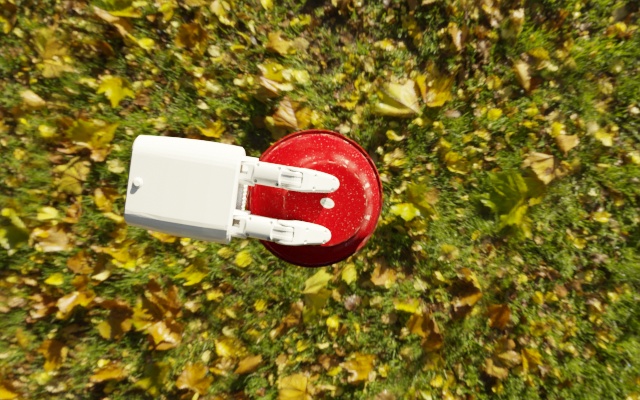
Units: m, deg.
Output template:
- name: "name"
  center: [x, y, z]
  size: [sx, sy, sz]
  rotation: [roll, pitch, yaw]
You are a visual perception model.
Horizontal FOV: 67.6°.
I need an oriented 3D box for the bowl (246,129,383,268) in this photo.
- name: "bowl"
  center: [0.001, 0.002, 0.530]
  size: [0.162, 0.162, 0.055]
  rotation: [0, 6, -12]
